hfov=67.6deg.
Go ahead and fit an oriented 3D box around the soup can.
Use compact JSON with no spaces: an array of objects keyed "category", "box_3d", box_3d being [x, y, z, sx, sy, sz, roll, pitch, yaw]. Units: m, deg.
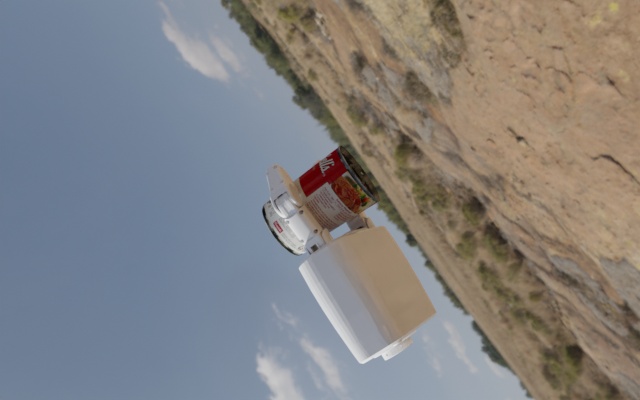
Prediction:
[{"category":"soup can","box_3d":[0.000,0.001,0.487,0.102,0.068,0.068,-36,-10,14]}]
